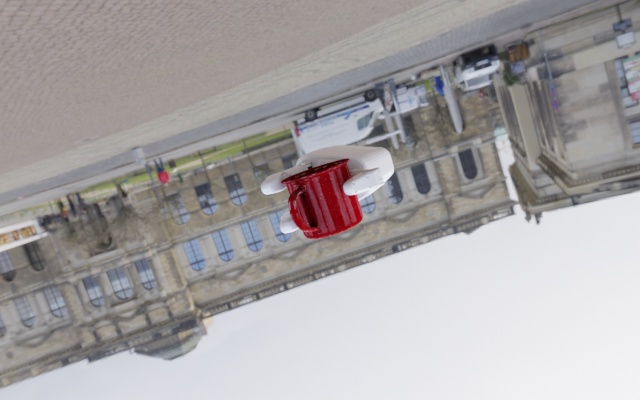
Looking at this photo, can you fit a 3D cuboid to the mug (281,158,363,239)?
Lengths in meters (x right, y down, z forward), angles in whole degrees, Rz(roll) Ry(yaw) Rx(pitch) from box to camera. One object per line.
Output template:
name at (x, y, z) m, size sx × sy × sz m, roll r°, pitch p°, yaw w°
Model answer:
mug at (0.000, 0.003, 0.605) m, size 0.093 × 0.081 × 0.117 m, roll -13°, pitch 10°, yaw 32°
